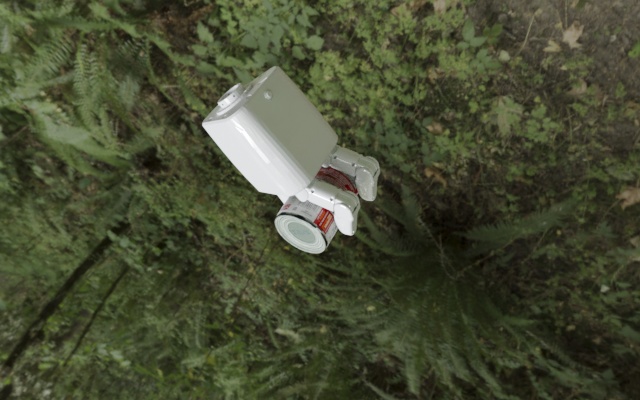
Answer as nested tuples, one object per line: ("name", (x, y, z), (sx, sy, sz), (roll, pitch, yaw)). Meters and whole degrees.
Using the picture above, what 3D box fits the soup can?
("soup can", (0.000, 0.002, 0.557), (0.068, 0.102, 0.069), (22, -33, 16))
